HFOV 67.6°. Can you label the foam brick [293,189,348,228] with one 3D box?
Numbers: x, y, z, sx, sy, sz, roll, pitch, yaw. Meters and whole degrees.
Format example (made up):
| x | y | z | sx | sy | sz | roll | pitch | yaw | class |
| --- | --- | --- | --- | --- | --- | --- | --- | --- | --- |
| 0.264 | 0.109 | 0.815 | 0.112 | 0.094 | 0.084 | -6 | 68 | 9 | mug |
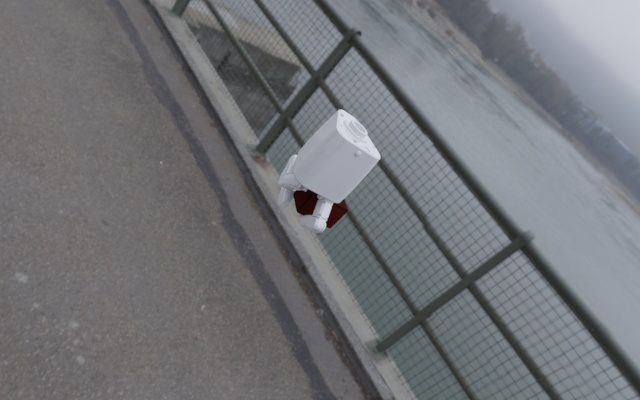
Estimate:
| x | y | z | sx | sy | sz | roll | pitch | yaw | class |
| --- | --- | --- | --- | --- | --- | --- | --- | --- | --- |
| 0.000 | 0.003 | 0.829 | 0.078 | 0.051 | 0.053 | 28 | 29 | -31 | foam brick |
